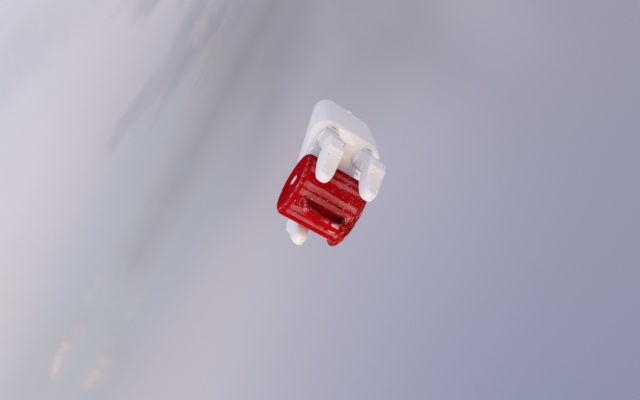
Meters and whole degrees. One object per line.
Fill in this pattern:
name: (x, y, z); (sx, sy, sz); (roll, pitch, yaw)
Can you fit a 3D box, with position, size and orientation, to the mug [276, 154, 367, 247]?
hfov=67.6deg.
mug: (0.000, 0.002, 0.566); (0.081, 0.093, 0.117); (29, 23, -15)
